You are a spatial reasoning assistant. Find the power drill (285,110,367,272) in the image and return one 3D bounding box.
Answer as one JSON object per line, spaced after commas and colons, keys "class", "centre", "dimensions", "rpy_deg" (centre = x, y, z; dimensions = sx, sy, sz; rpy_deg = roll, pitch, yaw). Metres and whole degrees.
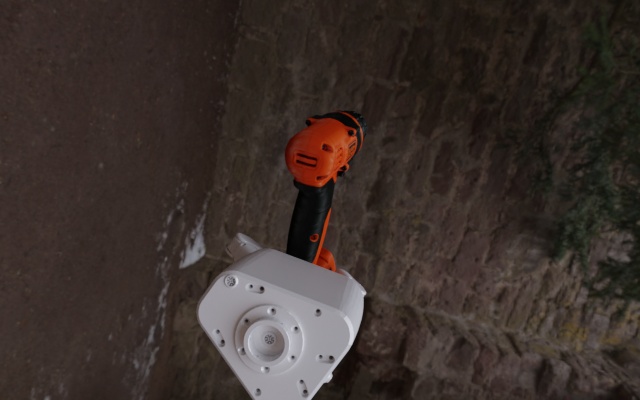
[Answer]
{"class": "power drill", "centre": [0.000, 0.002, 0.496], "dimensions": [0.057, 0.188, 0.184], "rpy_deg": [15, 21, 14]}
